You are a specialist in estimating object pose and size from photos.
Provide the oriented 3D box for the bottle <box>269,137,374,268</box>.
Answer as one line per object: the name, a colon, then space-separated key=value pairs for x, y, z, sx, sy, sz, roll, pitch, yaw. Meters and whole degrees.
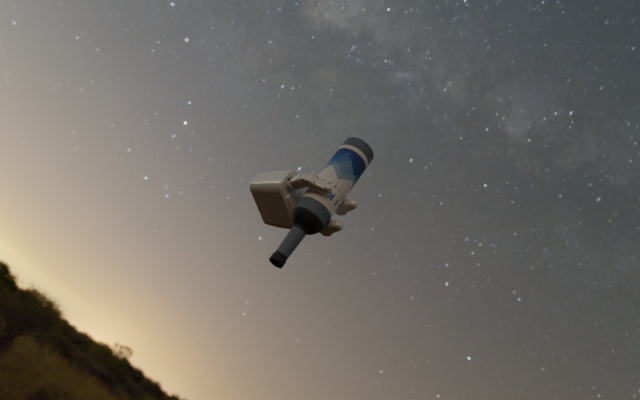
bottle: x=0.000 y=0.003 z=0.878 sx=0.069 sy=0.295 sz=0.069 roll=27 pitch=-30 yaw=17
